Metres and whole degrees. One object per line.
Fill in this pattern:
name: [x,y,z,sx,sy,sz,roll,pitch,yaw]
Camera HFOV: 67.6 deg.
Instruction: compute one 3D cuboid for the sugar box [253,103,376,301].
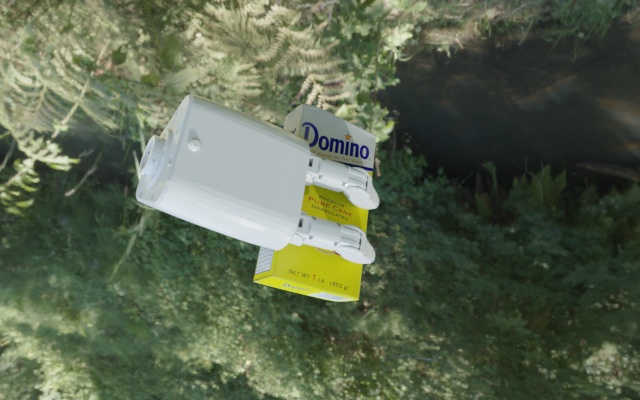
sugar box: [0.000,0.001,0.460,0.093,0.176,0.048,20,-23,-27]
